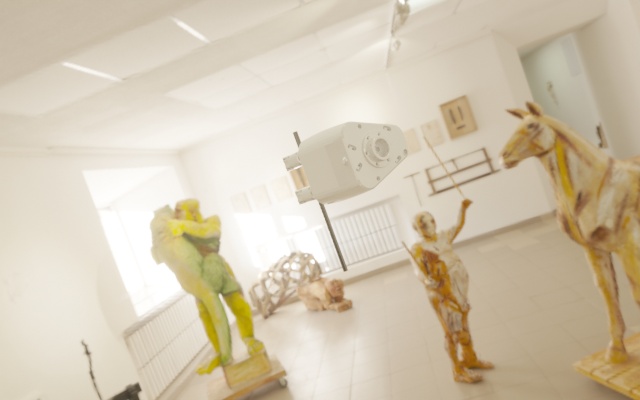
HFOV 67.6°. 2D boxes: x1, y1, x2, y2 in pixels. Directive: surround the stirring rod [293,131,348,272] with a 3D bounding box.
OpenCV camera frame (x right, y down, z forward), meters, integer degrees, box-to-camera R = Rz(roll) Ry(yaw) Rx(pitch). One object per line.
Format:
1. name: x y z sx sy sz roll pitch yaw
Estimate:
1. stirring rod: 0.000 0.003 0.774 0.011 0.239 0.011 -20 3 1
